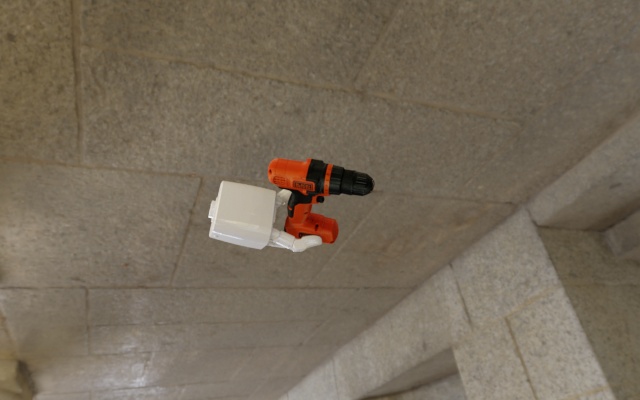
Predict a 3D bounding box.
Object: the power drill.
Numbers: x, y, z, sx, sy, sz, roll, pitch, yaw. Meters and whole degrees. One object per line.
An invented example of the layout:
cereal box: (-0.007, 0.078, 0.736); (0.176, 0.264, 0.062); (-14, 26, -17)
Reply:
power drill: (0.000, 0.003, 0.875); (0.184, 0.057, 0.188); (11, -40, 8)
